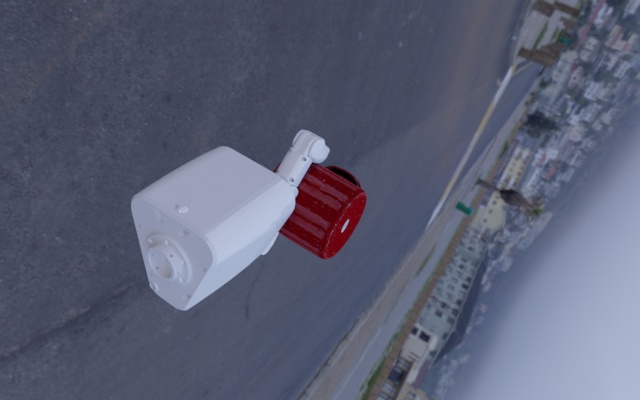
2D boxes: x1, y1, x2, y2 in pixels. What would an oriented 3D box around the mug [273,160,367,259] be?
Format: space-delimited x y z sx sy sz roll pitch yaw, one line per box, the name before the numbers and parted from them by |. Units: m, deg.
mug | 0.001 0.001 0.500 0.081 0.093 0.117 31 42 18
